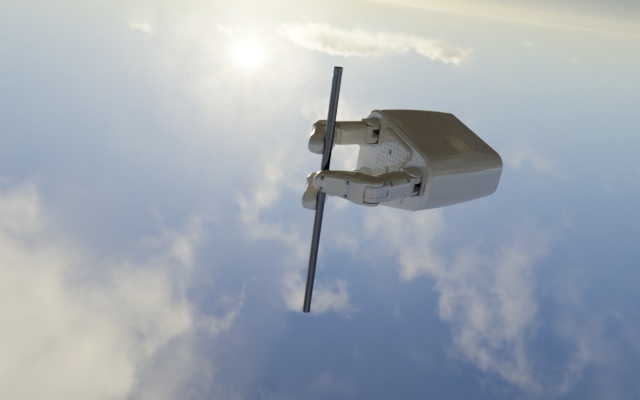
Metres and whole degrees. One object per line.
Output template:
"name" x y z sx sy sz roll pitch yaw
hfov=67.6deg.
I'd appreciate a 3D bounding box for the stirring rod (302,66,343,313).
"stirring rod" 0.000 0.001 0.434 0.011 0.240 0.011 6 23 -3
